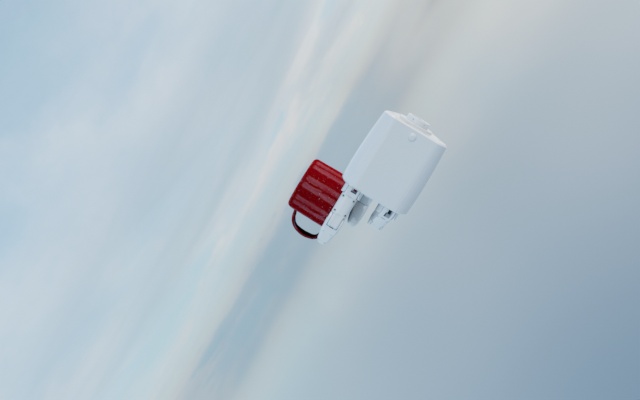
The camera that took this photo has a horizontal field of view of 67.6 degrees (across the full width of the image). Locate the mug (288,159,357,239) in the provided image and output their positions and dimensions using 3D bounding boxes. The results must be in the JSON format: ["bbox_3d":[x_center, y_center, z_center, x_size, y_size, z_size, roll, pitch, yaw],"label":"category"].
[{"bbox_3d":[-0.001,0.003,0.704,0.081,0.117,0.093,31,17,-1],"label":"mug"}]
